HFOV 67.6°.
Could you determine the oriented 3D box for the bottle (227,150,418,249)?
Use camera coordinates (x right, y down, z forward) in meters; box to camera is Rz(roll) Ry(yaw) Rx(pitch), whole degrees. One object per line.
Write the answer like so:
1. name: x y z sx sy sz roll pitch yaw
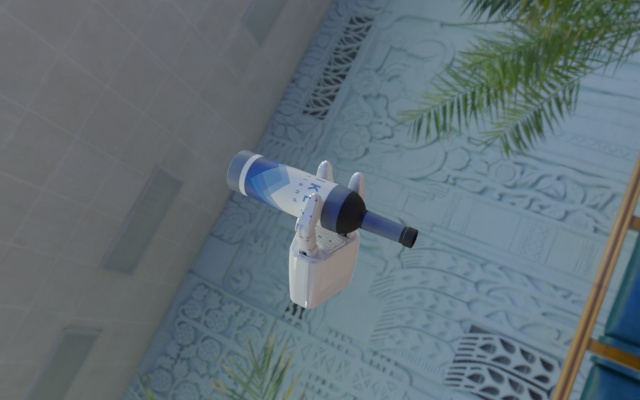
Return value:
1. bottle: 0.000 0.002 0.699 0.295 0.069 0.069 22 8 22
